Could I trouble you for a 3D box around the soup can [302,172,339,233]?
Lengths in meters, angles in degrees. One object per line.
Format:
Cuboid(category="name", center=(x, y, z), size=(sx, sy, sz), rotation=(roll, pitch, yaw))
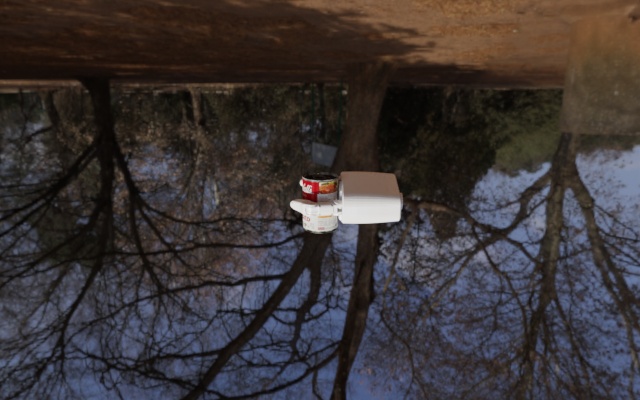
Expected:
Cuboid(category="soup can", center=(0.000, 0.003, 0.898), size=(0.068, 0.102, 0.068), rotation=(0, 17, 0))
